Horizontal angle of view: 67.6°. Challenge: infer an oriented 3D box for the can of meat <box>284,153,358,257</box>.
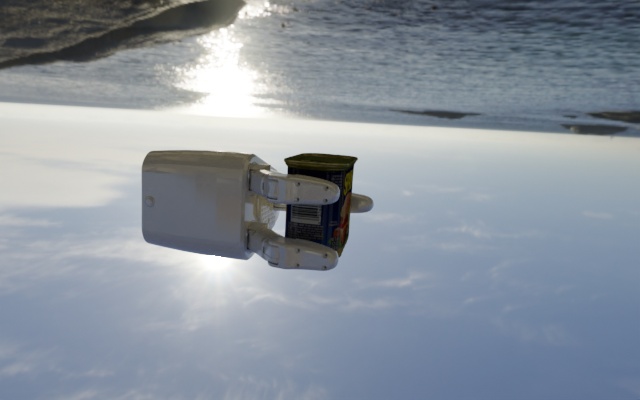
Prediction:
[{"bbox_3d":[0.000,0.002,0.445,0.057,0.084,0.102,5,10,9],"label":"can of meat"}]
